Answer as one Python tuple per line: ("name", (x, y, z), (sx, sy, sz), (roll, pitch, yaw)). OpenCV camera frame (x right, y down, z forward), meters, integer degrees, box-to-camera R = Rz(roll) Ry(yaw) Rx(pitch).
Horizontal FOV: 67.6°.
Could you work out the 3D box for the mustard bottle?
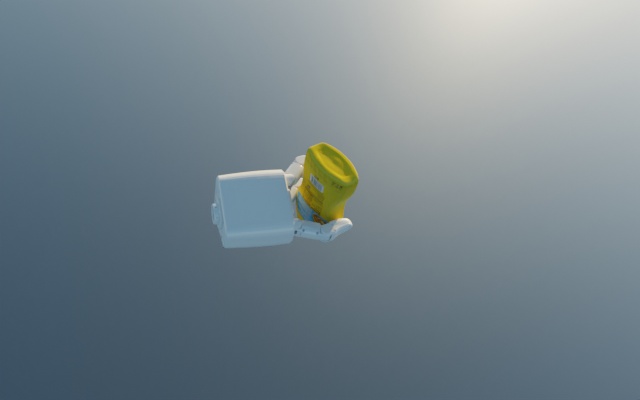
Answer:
("mustard bottle", (0.000, 0.002, 0.797), (0.058, 0.096, 0.192), (-28, -28, -33))
